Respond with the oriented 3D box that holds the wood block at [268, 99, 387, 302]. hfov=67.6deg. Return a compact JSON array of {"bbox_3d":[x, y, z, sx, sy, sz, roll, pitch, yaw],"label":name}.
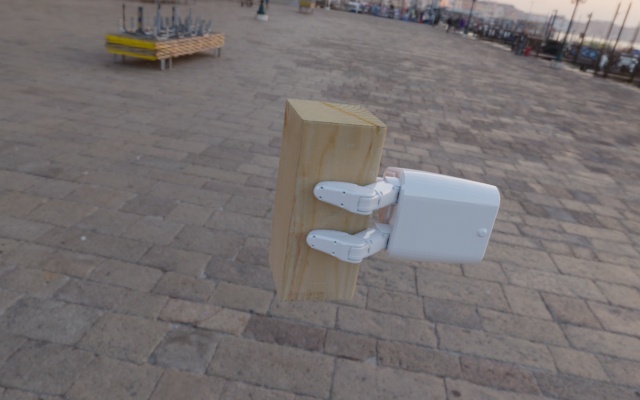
[{"bbox_3d":[0.000,0.002,0.535,0.090,0.206,0.090,2,24,-15],"label":"wood block"}]
